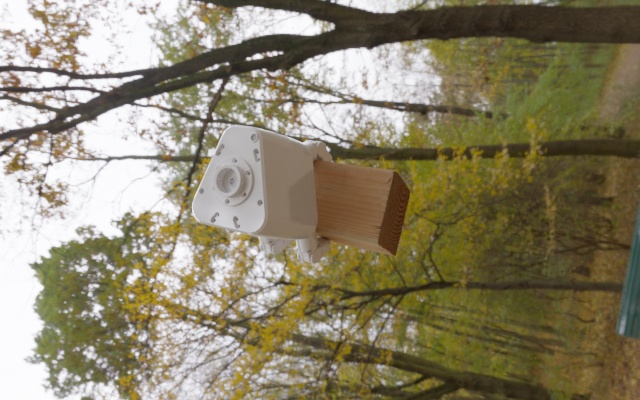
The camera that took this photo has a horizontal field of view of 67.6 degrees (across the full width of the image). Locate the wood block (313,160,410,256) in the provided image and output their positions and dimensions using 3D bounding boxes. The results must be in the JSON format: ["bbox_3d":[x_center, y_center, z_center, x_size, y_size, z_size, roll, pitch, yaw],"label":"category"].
[{"bbox_3d":[0.000,0.002,0.622,0.206,0.091,0.090,10,-11,25],"label":"wood block"}]
